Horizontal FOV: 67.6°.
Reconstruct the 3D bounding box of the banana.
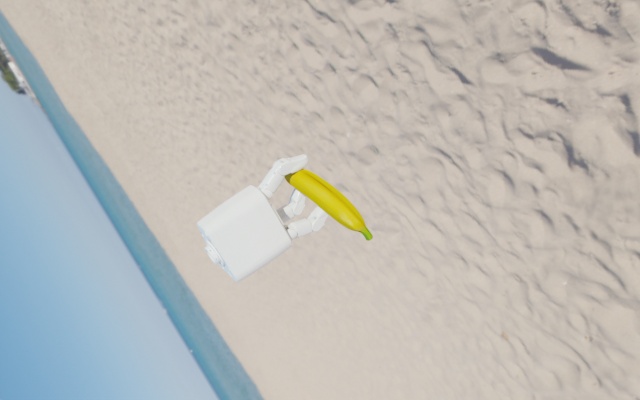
[{"bbox_3d":[0.001,-0.006,0.758,0.197,0.037,0.070,40,-22,28],"label":"banana"}]
